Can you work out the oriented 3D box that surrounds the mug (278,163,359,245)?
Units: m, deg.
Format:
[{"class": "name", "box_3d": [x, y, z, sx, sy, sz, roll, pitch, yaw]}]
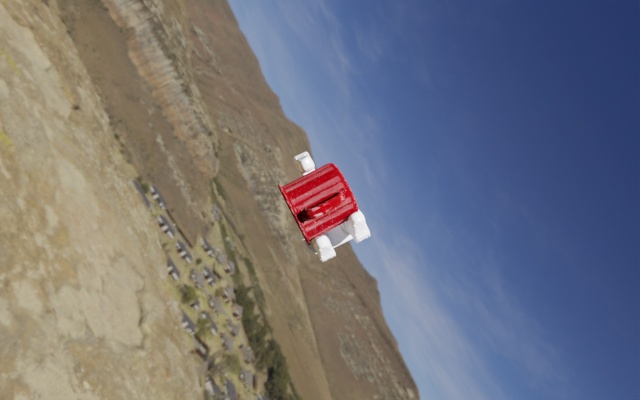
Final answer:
[{"class": "mug", "box_3d": [0.000, 0.002, 0.634, 0.081, 0.093, 0.117, -28, 6, -4]}]
